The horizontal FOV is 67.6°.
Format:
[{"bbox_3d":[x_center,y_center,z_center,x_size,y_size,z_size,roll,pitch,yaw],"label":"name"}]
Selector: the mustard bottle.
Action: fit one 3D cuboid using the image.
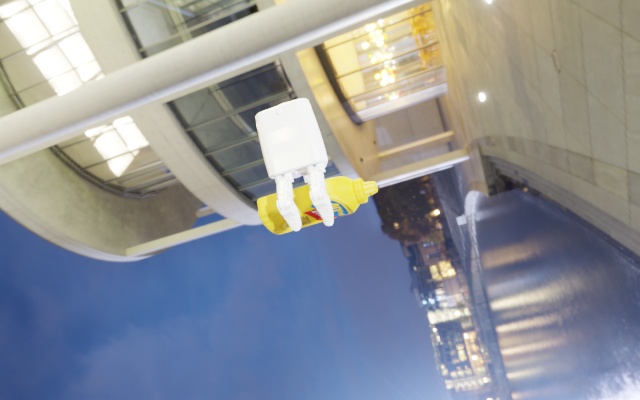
[{"bbox_3d":[0.000,0.003,0.787,0.191,0.058,0.096,-16,-28,14],"label":"mustard bottle"}]
